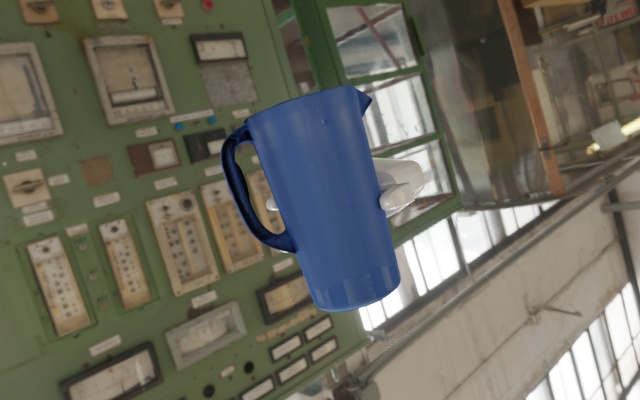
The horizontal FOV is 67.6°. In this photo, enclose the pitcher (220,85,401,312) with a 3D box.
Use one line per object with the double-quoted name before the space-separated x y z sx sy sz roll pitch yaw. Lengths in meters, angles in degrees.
"pitcher" 0.000 0.002 0.553 0.149 0.243 0.145 -14 7 32
